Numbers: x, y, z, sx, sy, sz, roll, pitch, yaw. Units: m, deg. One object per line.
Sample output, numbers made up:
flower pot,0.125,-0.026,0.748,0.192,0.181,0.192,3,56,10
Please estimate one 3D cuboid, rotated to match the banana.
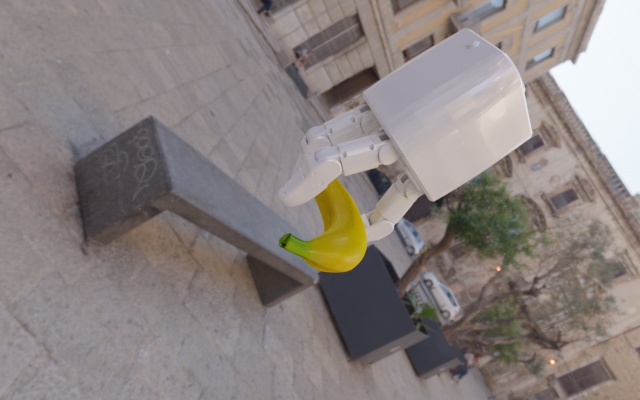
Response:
banana,0.012,0.016,0.423,0.037,0.069,0.197,-38,10,14
